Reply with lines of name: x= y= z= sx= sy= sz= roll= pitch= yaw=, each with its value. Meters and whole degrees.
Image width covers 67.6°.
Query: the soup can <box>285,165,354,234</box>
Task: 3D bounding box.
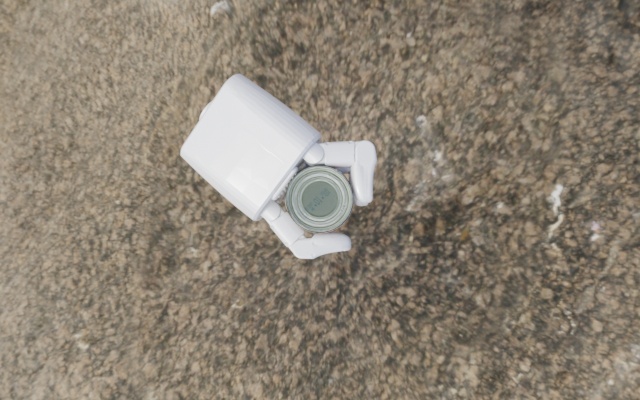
soup can: x=0.000 y=0.002 z=0.507 sx=0.068 sy=0.068 sz=0.102 roll=0 pitch=-4 yaw=1
